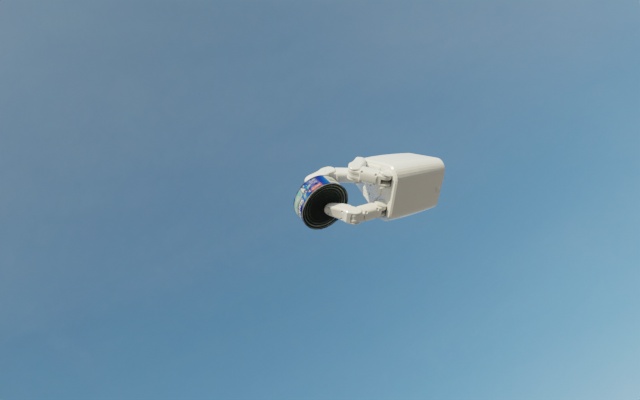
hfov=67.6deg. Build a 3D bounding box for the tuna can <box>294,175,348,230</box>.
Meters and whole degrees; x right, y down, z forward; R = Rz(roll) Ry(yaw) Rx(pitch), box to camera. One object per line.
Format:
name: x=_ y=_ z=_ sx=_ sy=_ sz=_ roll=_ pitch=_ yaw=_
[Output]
tuna can: x=0.000 y=0.002 z=0.771 sx=0.086 sy=0.086 sz=0.033 roll=0 pitch=30 yaw=-37
